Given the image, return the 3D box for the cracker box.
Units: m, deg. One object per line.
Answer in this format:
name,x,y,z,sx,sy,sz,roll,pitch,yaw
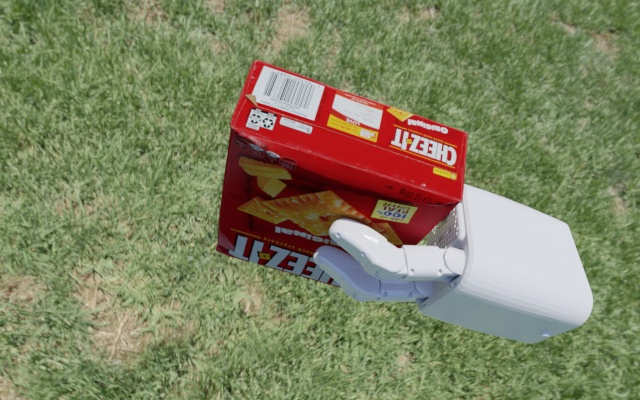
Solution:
cracker box,0.000,0.001,0.411,0.164,0.072,0.214,18,-31,-5
